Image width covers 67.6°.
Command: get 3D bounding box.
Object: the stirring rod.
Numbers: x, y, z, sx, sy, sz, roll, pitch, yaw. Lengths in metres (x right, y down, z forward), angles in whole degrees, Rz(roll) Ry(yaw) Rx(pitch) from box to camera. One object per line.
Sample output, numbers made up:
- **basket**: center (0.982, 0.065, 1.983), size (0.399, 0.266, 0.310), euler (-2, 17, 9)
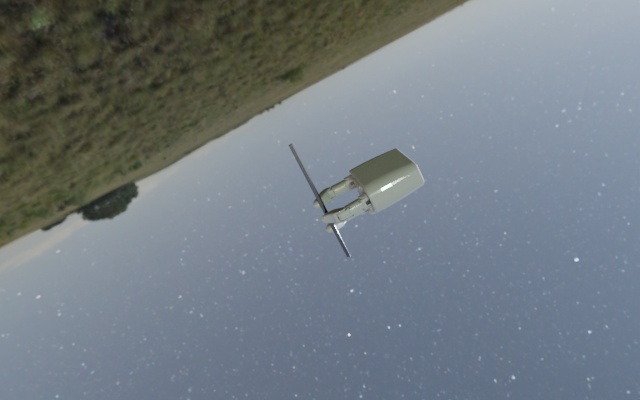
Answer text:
- **stirring rod**: center (0.000, 0.003, 0.886), size (0.011, 0.239, 0.011), euler (-26, 14, 7)
